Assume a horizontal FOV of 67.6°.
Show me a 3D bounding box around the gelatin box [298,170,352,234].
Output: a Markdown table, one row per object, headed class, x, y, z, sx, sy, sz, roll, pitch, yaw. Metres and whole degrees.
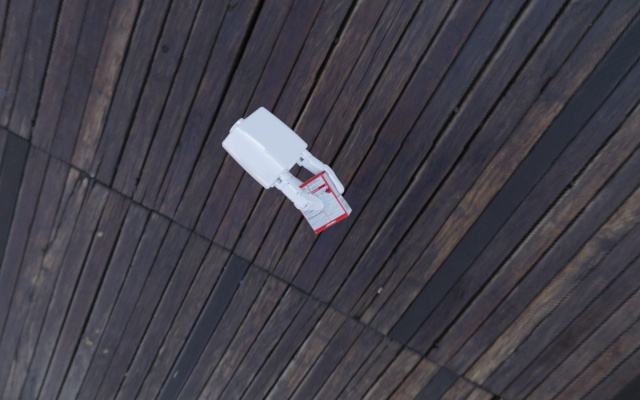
| class | x | y | z | sx | sy | sz | roll | pitch | yaw |
| --- | --- | --- | --- | --- | --- | --- | --- | --- | --- |
| gelatin box | 0.000 | 0.003 | 0.839 | 0.073 | 0.089 | 0.030 | -31 | 7 | 23 |
